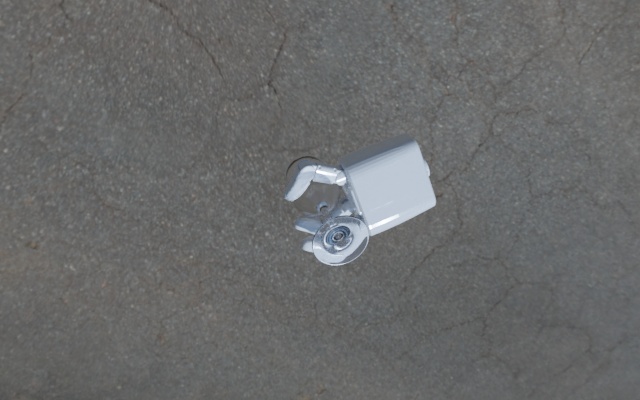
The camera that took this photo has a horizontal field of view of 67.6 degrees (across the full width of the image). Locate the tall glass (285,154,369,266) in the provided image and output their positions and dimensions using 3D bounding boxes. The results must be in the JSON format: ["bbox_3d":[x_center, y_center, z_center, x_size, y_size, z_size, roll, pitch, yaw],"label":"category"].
[{"bbox_3d":[0.000,0.003,0.673,0.079,0.079,0.201,0,29,-18],"label":"tall glass"}]
